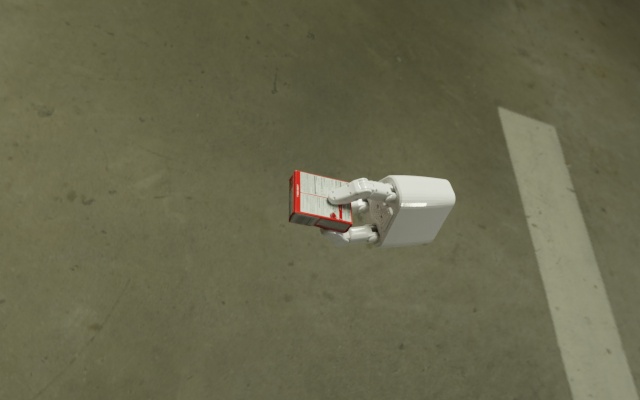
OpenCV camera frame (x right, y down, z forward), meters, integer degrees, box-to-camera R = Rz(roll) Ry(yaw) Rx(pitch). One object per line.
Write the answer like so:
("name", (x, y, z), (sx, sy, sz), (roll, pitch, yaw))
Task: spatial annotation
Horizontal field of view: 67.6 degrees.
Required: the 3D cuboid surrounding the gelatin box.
("gelatin box", (0.000, 0.002, 0.677), (0.089, 0.073, 0.030), (12, -37, -20))
